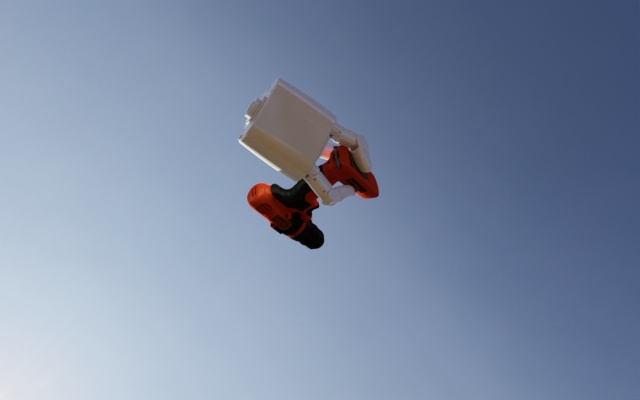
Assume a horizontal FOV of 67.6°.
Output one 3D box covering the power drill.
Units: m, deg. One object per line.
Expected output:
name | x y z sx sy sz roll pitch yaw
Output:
power drill | 0.000 0.002 0.797 0.188 0.057 0.184 -31 -46 21
